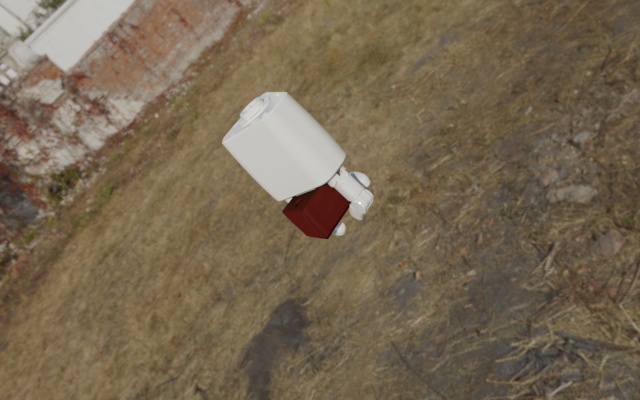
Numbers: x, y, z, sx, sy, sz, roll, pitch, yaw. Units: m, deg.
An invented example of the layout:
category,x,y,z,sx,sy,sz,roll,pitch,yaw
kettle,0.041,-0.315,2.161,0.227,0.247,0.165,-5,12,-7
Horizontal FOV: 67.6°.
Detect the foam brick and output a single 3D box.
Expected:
category,x,y,z,sx,sy,sz,roll,pitch,yaw
foam brick,0.000,0.002,0.603,0.051,0.078,0.053,45,-24,-24
